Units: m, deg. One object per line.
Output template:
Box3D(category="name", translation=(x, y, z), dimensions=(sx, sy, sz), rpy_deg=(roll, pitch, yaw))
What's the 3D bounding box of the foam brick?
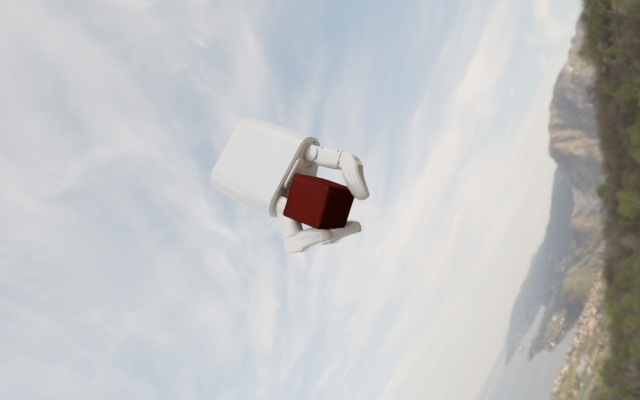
Box3D(category="foam brick", translation=(0.000, 0.002, 0.570), dimensions=(0.051, 0.053, 0.078), rpy_deg=(21, 7, 25))
